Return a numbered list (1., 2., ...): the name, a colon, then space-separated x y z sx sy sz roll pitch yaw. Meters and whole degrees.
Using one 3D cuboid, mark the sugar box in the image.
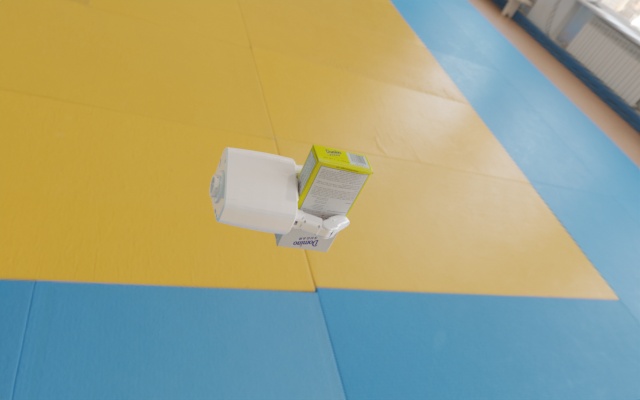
1. sugar box: 0.000 0.002 0.735 0.093 0.176 0.048 10 41 -24
